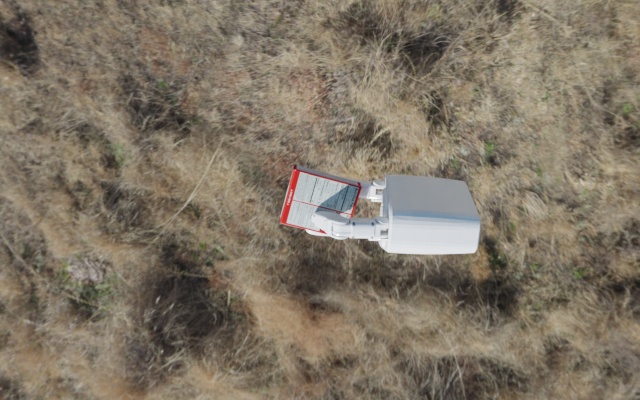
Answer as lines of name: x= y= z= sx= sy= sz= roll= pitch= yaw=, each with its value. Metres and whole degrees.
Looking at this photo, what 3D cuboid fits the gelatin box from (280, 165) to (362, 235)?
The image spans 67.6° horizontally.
gelatin box: x=0.000 y=0.002 z=0.606 sx=0.089 sy=0.073 sz=0.030 roll=14 pitch=16 yaw=-6
